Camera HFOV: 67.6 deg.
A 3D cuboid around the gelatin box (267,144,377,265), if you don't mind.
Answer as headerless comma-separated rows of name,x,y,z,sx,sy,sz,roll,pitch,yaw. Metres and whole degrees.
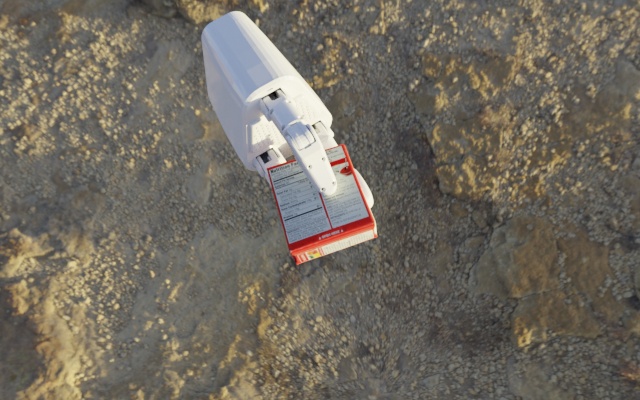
gelatin box,0.000,0.001,0.412,0.073,0.089,0.030,-19,-31,0
